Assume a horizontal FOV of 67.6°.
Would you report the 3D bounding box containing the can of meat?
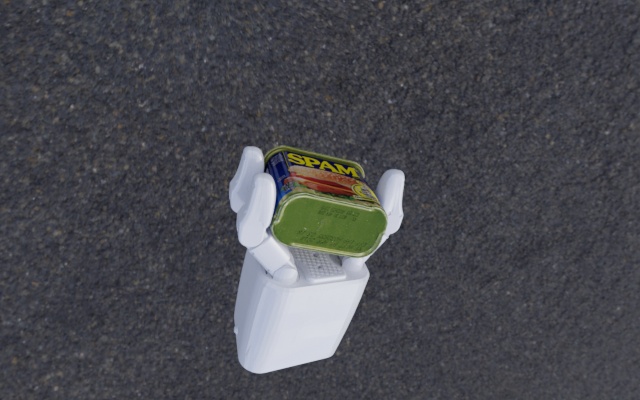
[{"bbox_3d":[0.000,0.001,0.417,0.102,0.057,0.084,11,27,-21],"label":"can of meat"}]
